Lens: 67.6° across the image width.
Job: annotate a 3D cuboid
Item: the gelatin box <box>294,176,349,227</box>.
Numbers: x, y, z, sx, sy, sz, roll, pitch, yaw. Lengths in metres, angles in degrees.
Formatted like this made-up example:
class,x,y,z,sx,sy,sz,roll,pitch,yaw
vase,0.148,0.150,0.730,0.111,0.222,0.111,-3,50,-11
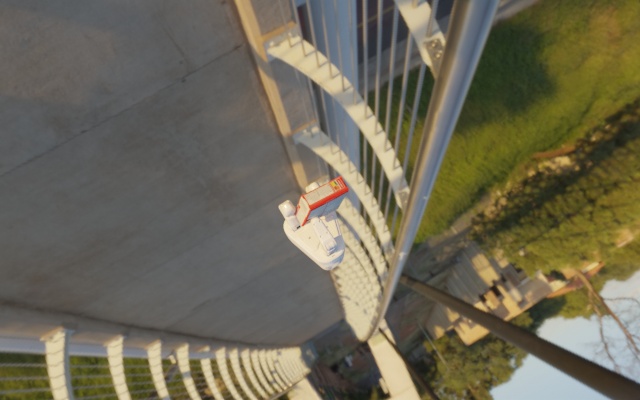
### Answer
class,x,y,z,sx,sy,sz,roll,pitch,yaw
gelatin box,0.000,0.003,0.766,0.073,0.030,0.089,-27,-13,-19
